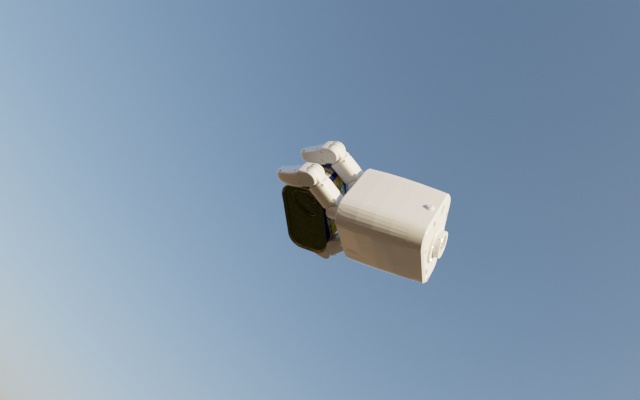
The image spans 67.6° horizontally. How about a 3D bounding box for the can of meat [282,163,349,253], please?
[{"bbox_3d":[0.000,0.002,0.622,0.057,0.102,0.084,16,42,27],"label":"can of meat"}]
